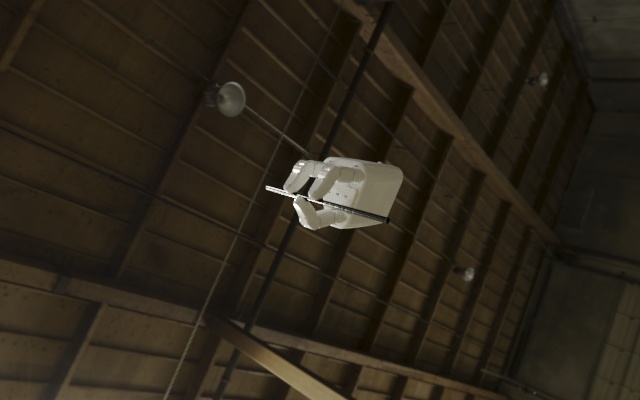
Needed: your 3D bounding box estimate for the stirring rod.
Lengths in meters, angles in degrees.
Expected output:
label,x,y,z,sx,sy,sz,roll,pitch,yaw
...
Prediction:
label,x,y,z,sx,sy,sz,roll,pitch,yaw
stirring rod,0.000,0.002,0.680,0.239,0.011,0.011,15,11,43
